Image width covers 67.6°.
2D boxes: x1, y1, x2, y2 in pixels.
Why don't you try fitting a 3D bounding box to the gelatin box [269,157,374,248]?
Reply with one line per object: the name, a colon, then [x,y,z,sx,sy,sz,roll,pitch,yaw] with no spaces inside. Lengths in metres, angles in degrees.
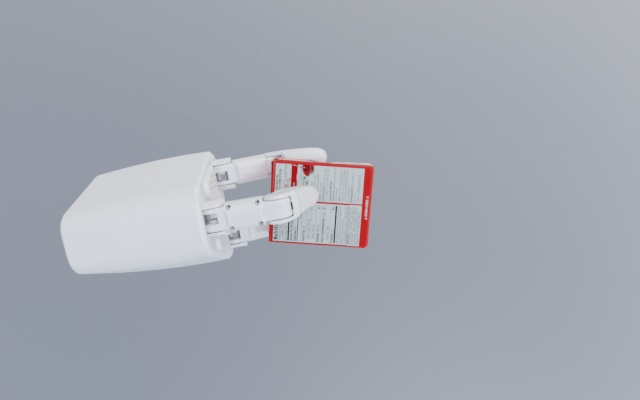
gelatin box: [0.000,0.001,0.422,0.089,0.073,0.030,4,9,1]
